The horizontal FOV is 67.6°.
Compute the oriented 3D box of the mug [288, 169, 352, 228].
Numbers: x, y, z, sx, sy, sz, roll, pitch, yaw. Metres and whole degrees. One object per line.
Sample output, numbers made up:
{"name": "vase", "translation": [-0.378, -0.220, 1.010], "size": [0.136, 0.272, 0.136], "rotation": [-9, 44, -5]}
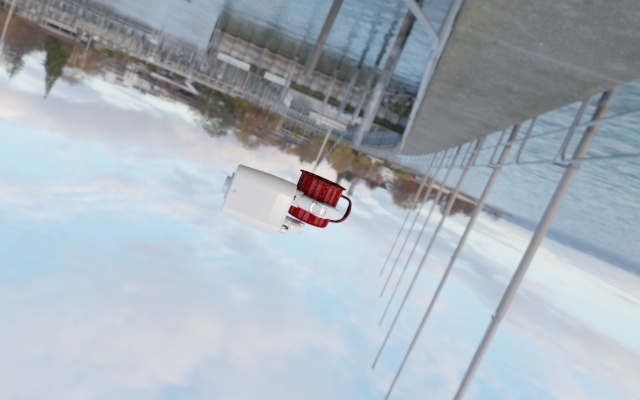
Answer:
{"name": "mug", "translation": [0.001, 0.004, 0.871], "size": [0.117, 0.081, 0.093], "rotation": [22, 7, -12]}
